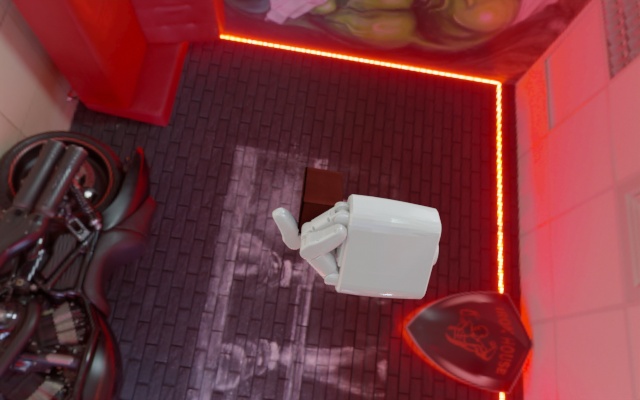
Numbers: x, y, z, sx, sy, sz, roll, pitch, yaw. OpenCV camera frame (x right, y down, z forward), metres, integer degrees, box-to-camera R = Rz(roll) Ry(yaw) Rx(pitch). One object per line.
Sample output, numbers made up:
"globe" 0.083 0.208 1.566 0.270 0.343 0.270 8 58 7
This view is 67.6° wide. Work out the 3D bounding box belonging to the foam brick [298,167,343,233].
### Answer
"foam brick" 0.000 0.002 0.614 0.051 0.053 0.078 7 38 -3
